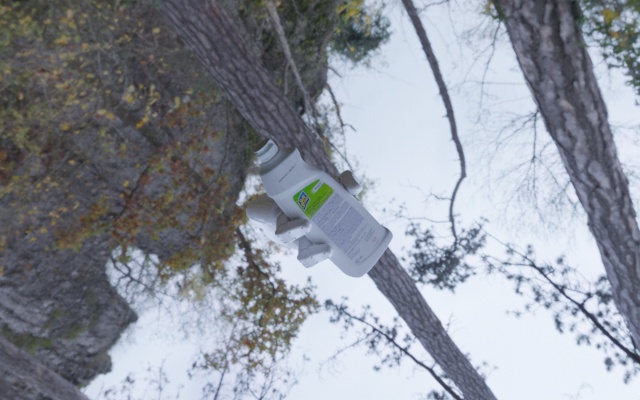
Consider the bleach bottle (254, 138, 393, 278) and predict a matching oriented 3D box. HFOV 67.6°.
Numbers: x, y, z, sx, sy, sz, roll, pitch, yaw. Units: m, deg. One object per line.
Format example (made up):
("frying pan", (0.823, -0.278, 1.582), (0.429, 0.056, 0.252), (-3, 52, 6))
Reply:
("bleach bottle", (0.000, 0.002, 0.710), (0.251, 0.102, 0.068), (48, -20, -25))
